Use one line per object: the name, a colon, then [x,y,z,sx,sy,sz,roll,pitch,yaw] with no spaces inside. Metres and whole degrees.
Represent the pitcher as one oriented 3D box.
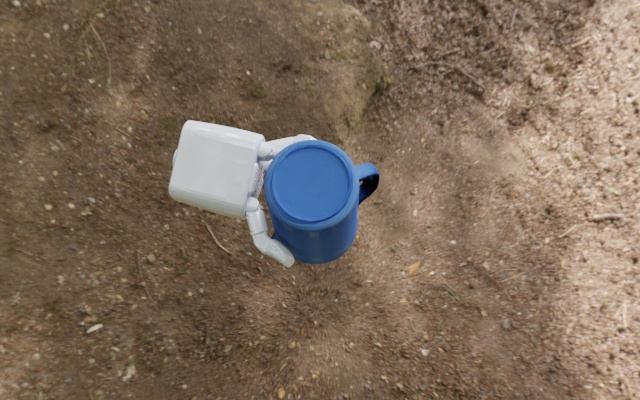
pitcher: [0.000,0.002,0.645,0.145,0.149,0.243,15,-13,4]
